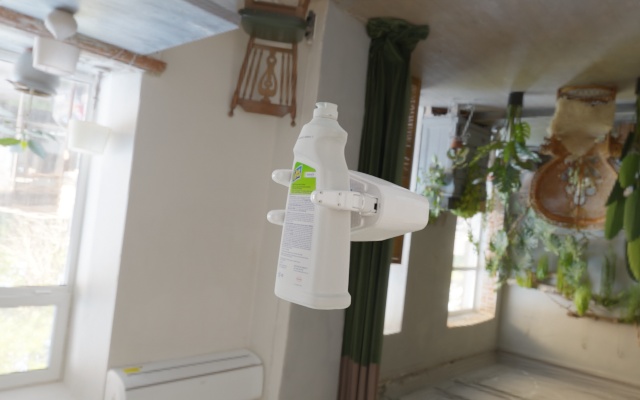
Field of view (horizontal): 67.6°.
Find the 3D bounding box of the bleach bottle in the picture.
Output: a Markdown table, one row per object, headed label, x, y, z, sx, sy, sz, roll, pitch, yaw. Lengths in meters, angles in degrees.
| label | x | y | z | sx | sy | sz | roll | pitch | yaw |
| --- | --- | --- | --- | --- | --- | --- | --- | --- | --- |
| bleach bottle | 0.000 | 0.002 | 0.602 | 0.068 | 0.251 | 0.102 | 8 | -3 | -41 |
